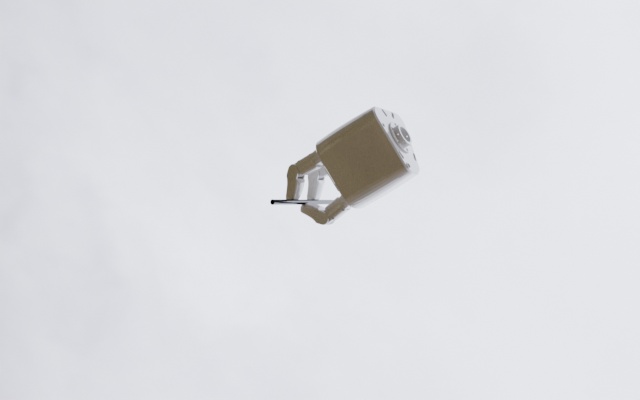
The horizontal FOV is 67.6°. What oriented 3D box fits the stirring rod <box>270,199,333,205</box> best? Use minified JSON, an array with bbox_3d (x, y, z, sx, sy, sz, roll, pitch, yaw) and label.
[{"bbox_3d":[0.000,0.003,0.780,0.011,0.011,0.239,0,0,35],"label":"stirring rod"}]
